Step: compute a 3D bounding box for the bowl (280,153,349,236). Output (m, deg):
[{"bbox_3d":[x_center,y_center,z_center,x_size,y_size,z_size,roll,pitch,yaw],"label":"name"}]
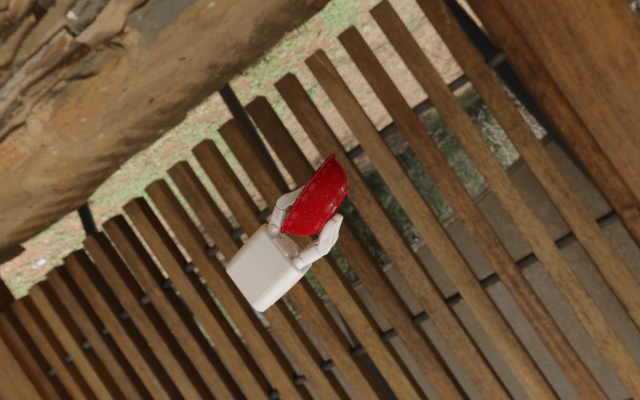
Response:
[{"bbox_3d":[0.001,0.002,0.798,0.055,0.162,0.162,34,3,5],"label":"bowl"}]
